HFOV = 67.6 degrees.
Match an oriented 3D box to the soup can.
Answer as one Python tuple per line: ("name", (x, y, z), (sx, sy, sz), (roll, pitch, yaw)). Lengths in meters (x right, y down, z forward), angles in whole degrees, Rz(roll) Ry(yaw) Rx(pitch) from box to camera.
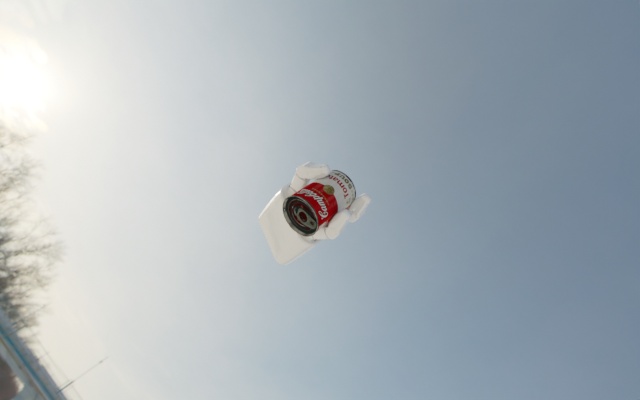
("soup can", (0.000, 0.002, 0.739), (0.068, 0.068, 0.102), (0, 25, 43))
